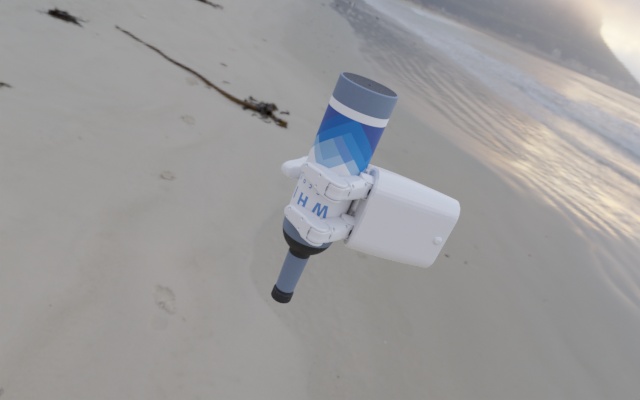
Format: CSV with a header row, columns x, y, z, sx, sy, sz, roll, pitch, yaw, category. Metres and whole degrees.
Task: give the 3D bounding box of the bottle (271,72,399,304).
x,y,z,sx,sy,sz,roll,pitch,yaw,category
0.000,0.002,0.562,0.069,0.296,0.069,19,25,-9,bottle
